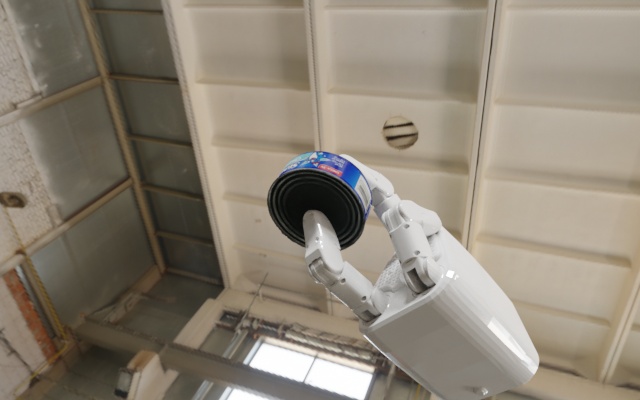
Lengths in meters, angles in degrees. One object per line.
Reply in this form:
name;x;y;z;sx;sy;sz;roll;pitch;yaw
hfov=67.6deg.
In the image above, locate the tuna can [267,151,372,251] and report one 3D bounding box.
tuna can;0.000;0.001;0.409;0.086;0.086;0.033;0;35;22
